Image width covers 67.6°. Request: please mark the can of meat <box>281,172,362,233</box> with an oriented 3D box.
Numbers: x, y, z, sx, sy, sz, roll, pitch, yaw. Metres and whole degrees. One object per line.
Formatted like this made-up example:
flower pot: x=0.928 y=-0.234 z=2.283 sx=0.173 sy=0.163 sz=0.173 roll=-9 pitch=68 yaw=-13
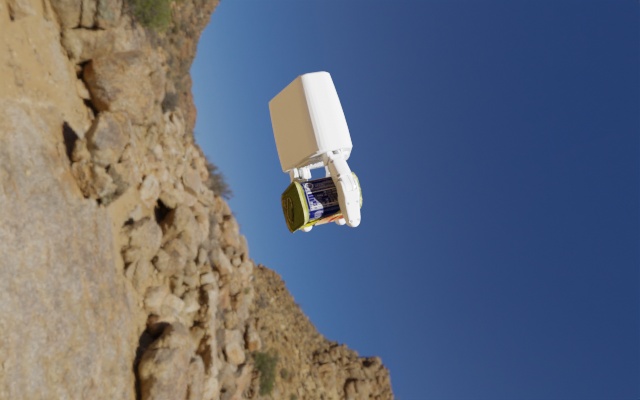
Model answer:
can of meat: x=0.000 y=0.002 z=0.647 sx=0.084 sy=0.057 sz=0.102 roll=-13 pitch=-9 yaw=-19
